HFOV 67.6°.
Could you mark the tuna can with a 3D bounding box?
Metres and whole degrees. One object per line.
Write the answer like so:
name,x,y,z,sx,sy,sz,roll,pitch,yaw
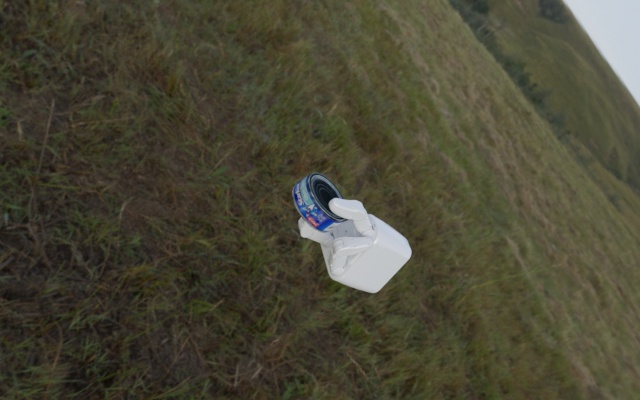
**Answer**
tuna can,0.000,0.002,0.701,0.034,0.086,0.086,-36,-18,27
